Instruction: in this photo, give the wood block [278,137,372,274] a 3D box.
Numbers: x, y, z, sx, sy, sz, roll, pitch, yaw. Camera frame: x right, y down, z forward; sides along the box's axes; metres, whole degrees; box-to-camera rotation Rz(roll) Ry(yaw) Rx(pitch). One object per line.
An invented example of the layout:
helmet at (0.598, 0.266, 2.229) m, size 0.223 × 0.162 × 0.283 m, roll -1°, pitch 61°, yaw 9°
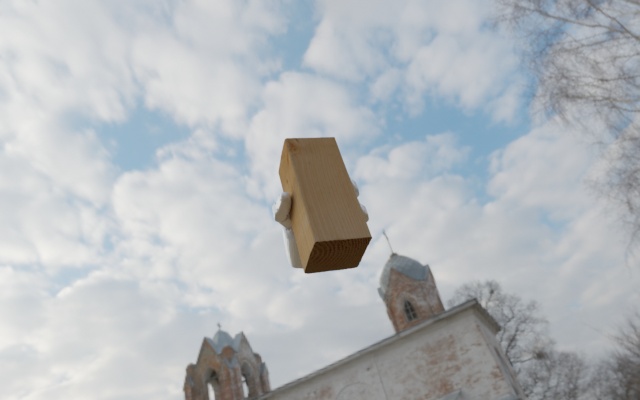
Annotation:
wood block at (0.000, 0.003, 0.766) m, size 0.091 × 0.206 × 0.090 m, roll -5°, pitch -37°, yaw -18°
